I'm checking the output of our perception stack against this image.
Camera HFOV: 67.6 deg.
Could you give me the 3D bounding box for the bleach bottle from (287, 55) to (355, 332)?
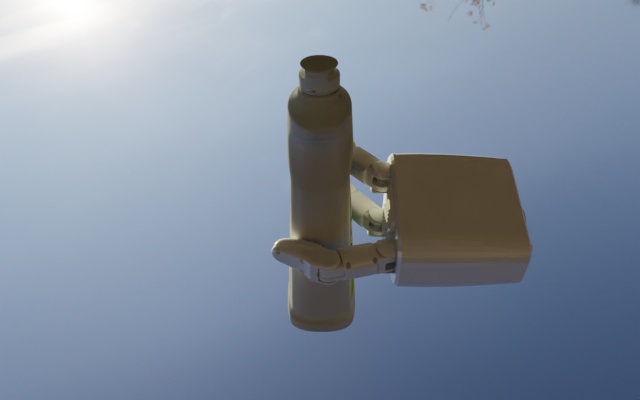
[{"bbox_3d":[0.000,0.001,0.420,0.068,0.251,0.102,0,41,0],"label":"bleach bottle"}]
